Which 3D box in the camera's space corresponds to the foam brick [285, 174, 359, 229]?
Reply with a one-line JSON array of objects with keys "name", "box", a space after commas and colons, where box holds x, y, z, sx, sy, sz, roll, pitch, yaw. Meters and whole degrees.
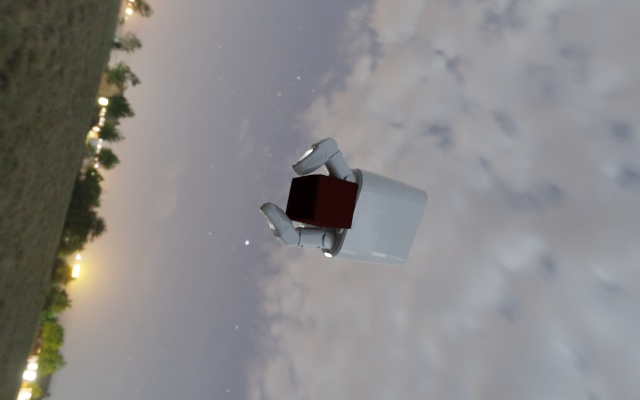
[{"name": "foam brick", "box": [0.000, 0.002, 0.547, 0.051, 0.053, 0.078, 14, -6, -25]}]
